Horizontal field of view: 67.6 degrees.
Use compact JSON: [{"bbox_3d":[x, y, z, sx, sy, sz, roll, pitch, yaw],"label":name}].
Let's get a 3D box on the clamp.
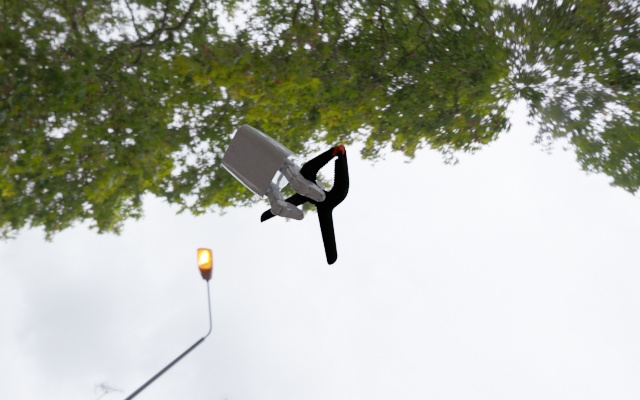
[{"bbox_3d":[0.001,0.002,0.841,0.164,0.210,0.036,37,23,10],"label":"clamp"}]
